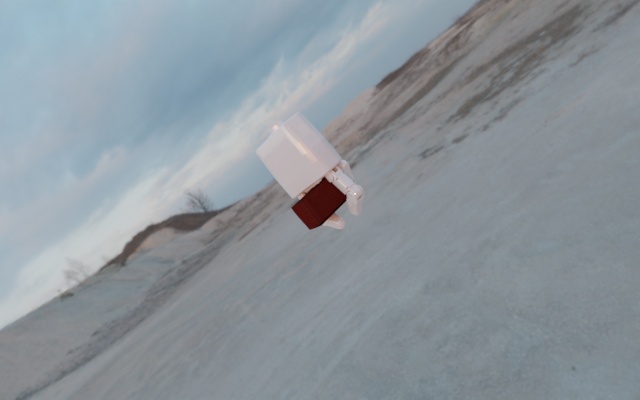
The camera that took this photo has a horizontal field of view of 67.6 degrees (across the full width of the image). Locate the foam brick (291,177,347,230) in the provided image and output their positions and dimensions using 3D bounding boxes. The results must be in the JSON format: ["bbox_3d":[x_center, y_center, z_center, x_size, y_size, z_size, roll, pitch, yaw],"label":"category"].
[{"bbox_3d":[0.000,0.003,0.792,0.078,0.051,0.053,-44,7,-28],"label":"foam brick"}]
